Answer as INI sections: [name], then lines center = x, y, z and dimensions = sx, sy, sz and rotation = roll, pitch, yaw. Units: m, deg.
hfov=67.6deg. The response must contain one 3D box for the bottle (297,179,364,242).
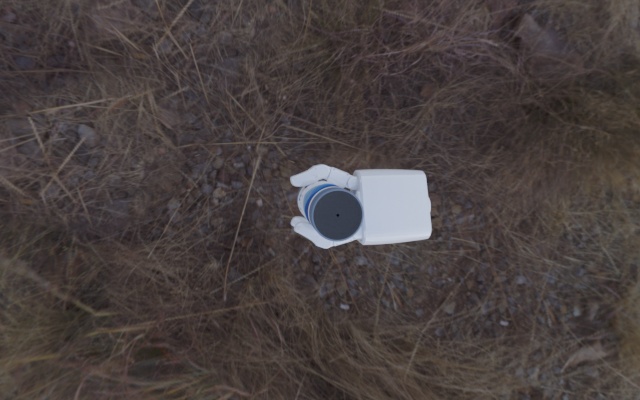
[bottle]
center = 0.000, 0.002, 0.734
dimensions = 0.069, 0.069, 0.295
rotation = 0, 6, -8
